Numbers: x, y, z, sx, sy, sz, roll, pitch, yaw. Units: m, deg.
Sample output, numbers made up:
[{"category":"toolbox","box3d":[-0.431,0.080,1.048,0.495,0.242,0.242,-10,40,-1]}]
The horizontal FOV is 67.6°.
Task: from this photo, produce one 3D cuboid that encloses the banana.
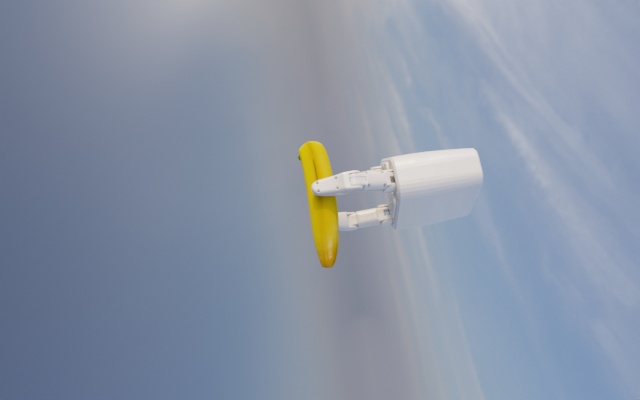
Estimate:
[{"category":"banana","box3d":[-0.001,-0.012,0.610,0.037,0.197,0.070,-8,-39,-4]}]
